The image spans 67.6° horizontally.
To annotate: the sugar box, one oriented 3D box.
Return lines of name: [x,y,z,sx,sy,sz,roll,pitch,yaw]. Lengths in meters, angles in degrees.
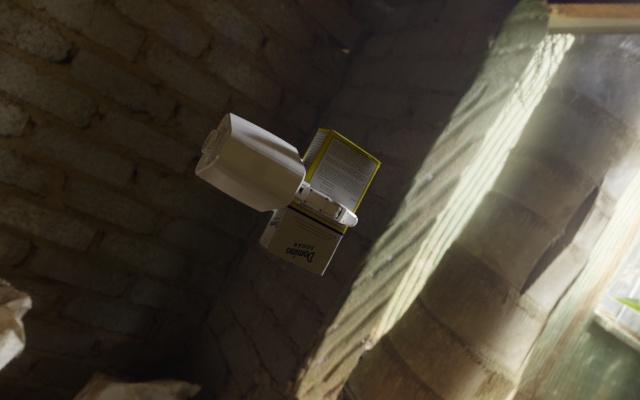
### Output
sugar box: [0.000,0.002,0.640,0.093,0.176,0.048,30,0,-26]
